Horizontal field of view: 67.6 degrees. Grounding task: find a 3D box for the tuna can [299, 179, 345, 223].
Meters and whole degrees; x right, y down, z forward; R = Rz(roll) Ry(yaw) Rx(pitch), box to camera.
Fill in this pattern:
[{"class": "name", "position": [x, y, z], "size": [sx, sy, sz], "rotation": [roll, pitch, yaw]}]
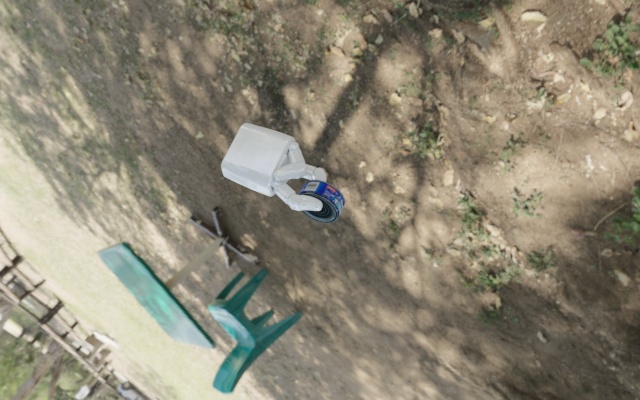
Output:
[{"class": "tuna can", "position": [0.000, 0.003, 0.884], "size": [0.086, 0.033, 0.086], "rotation": [18, -35, 14]}]
